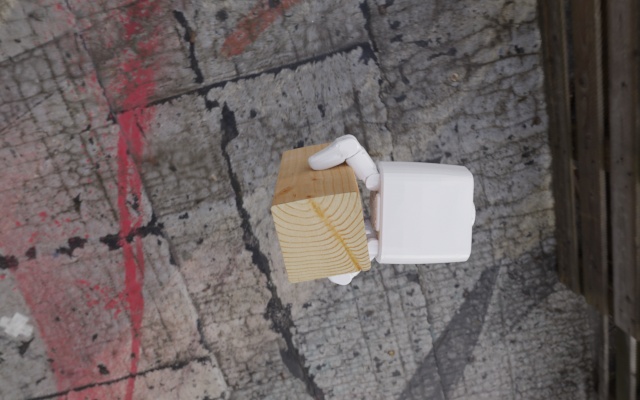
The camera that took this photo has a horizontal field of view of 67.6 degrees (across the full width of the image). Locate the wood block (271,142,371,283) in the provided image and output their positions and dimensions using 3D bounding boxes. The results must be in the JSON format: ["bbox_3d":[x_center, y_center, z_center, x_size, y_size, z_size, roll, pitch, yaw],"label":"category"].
[{"bbox_3d":[0.000,0.002,0.575,0.090,0.091,0.206,-10,20,3],"label":"wood block"}]
